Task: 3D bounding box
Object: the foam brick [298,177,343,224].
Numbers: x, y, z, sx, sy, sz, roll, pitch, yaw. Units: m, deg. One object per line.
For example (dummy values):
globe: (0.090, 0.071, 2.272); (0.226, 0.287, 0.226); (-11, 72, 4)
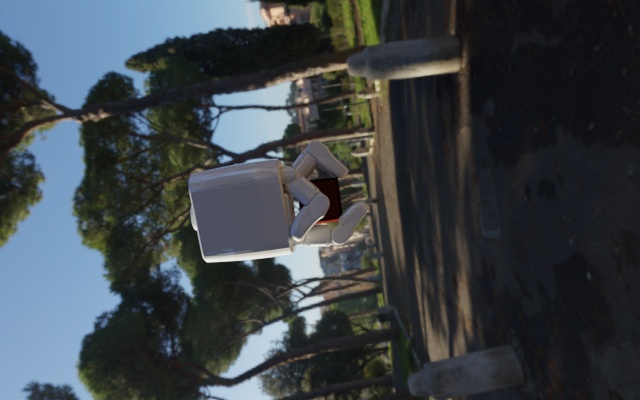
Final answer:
foam brick: (0.000, 0.002, 0.607); (0.051, 0.053, 0.078); (-7, -5, 2)
